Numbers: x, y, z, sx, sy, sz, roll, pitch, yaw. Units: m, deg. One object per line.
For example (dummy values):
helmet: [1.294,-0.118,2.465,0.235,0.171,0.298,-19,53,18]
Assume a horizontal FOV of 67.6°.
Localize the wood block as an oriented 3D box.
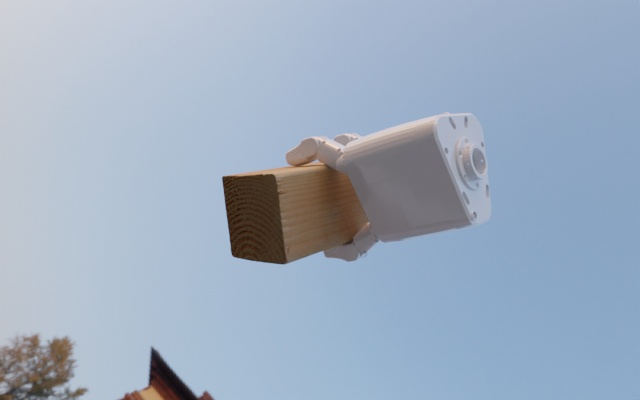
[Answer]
wood block: [0.001,0.002,0.553,0.090,0.091,0.206,1,9,43]
